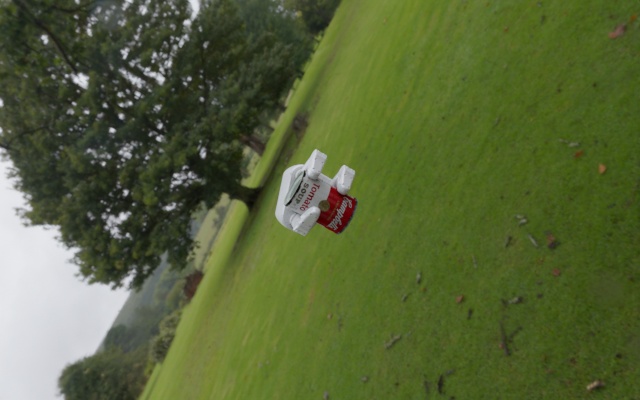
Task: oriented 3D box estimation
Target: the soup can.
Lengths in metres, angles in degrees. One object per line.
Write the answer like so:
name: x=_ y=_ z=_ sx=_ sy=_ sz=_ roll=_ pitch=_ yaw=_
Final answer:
soup can: x=0.000 y=0.003 z=0.777 sx=0.102 sy=0.068 sz=0.068 roll=29 pitch=-7 yaw=-13
